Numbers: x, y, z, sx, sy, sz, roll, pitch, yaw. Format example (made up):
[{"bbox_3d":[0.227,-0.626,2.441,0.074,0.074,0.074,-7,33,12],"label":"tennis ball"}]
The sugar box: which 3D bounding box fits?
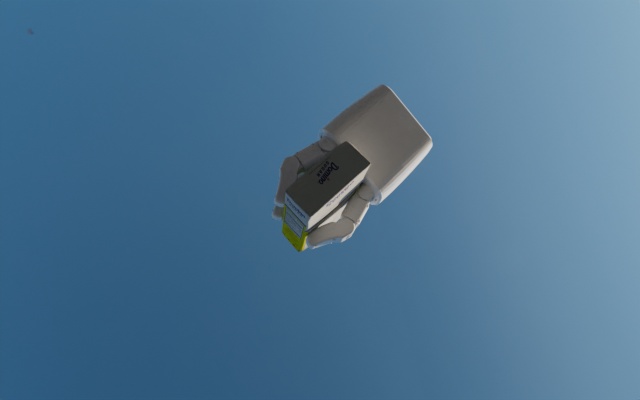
[{"bbox_3d":[0.000,0.001,0.580,0.093,0.048,0.176,-41,-12,-17],"label":"sugar box"}]
